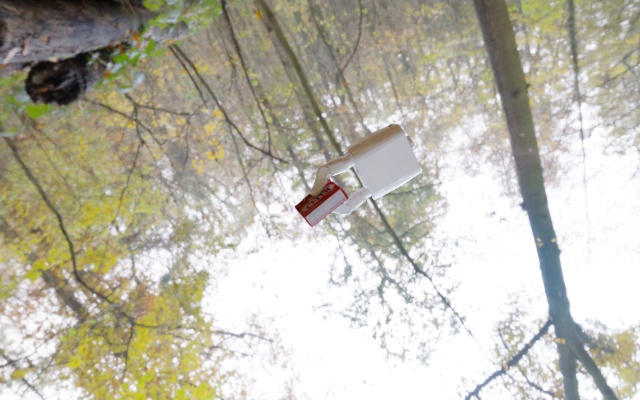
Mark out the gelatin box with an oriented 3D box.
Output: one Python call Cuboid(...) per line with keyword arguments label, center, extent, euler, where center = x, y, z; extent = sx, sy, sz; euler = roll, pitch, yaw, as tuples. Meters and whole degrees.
Cuboid(label="gelatin box", center=(0.000, 0.003, 0.890), extent=(0.089, 0.030, 0.073), euler=(-39, 24, -4))
